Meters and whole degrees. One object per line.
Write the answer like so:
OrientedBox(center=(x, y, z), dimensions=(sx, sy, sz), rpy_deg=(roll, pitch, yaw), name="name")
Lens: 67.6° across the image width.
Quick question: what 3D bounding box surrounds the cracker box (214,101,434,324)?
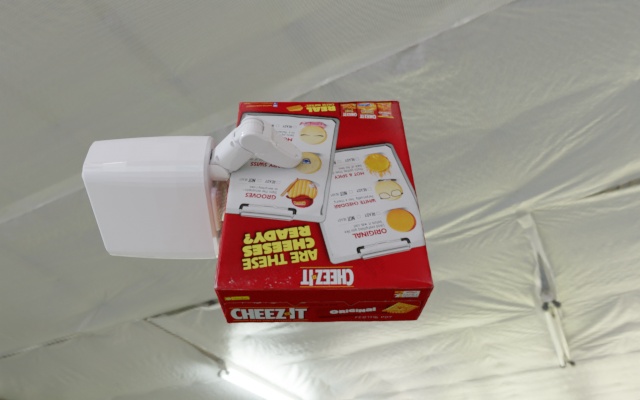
OrientedBox(center=(0.000, 0.001, 0.438), dimensions=(0.164, 0.213, 0.072), rpy_deg=(-1, -38, -1), name="cracker box")
